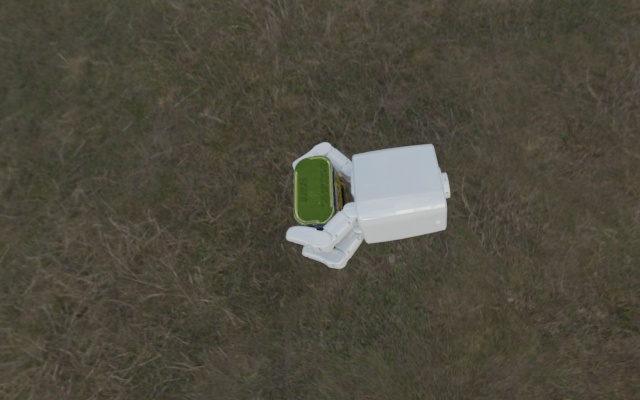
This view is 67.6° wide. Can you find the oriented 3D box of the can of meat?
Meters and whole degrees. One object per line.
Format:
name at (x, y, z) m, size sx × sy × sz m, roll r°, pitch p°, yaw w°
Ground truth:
can of meat at (0.000, 0.002, 0.635) m, size 0.057 × 0.102 × 0.084 m, roll -7°, pitch -26°, yaw 11°
